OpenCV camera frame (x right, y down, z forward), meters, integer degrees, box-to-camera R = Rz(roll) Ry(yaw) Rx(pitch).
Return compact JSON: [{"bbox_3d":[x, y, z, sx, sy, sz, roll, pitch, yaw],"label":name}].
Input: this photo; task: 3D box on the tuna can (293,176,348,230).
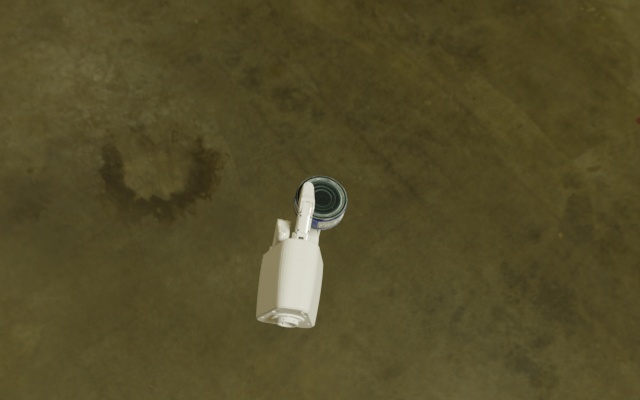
[{"bbox_3d":[0.000,0.002,0.778,0.086,0.086,0.034,0,-30,-11],"label":"tuna can"}]
